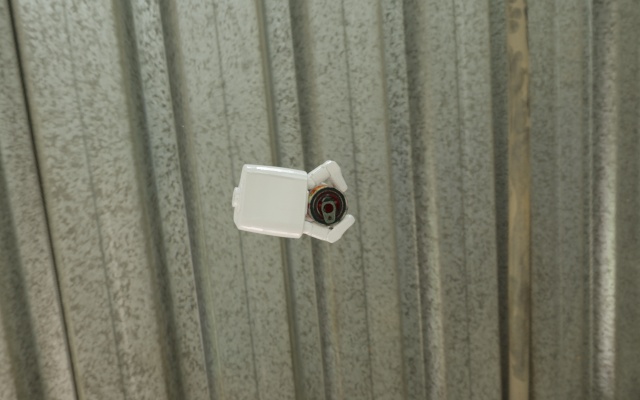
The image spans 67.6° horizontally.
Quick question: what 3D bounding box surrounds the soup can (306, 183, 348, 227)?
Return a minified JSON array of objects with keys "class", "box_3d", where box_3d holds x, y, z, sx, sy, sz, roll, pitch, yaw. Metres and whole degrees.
[{"class":"soup can","box_3d":[0.001,0.003,0.839,0.068,0.068,0.102,0,9,-16]}]
